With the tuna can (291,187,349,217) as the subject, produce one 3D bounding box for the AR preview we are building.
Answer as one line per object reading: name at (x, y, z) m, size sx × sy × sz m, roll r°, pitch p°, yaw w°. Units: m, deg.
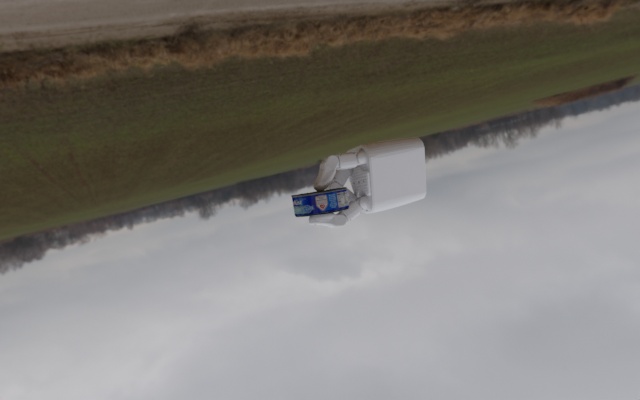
tuna can at (0.000, 0.003, 0.726) m, size 0.086 × 0.034 × 0.086 m, roll -9°, pitch 2°, yaw 0°
